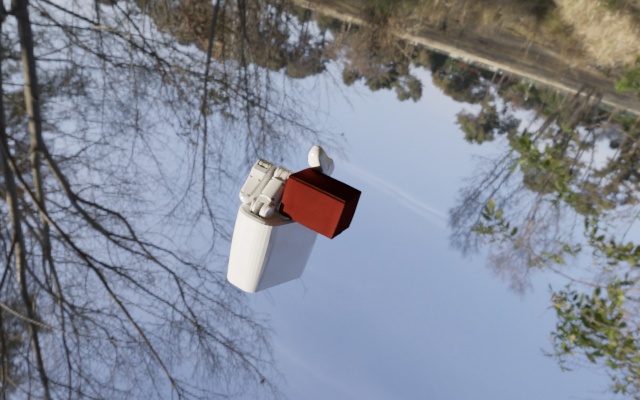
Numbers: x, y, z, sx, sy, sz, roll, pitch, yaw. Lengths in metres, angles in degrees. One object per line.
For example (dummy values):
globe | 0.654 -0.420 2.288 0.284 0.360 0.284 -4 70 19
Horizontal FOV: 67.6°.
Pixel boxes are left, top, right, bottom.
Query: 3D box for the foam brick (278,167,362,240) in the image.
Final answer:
foam brick | 0.000 0.002 0.568 0.078 0.051 0.053 26 24 20
